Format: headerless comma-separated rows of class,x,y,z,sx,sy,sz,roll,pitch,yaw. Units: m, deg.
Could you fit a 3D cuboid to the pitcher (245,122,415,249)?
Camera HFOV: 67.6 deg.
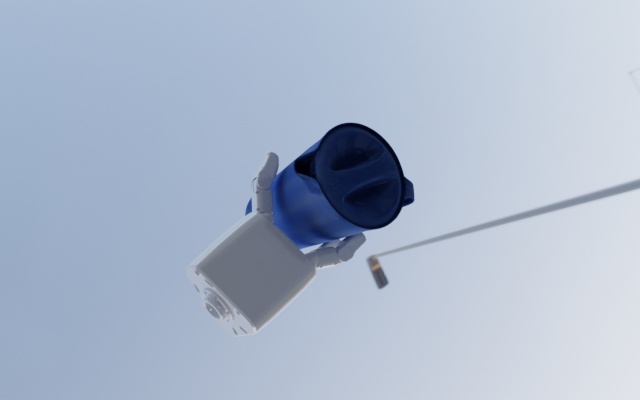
pitcher,0.000,0.002,0.661,0.145,0.149,0.243,-45,11,-35
